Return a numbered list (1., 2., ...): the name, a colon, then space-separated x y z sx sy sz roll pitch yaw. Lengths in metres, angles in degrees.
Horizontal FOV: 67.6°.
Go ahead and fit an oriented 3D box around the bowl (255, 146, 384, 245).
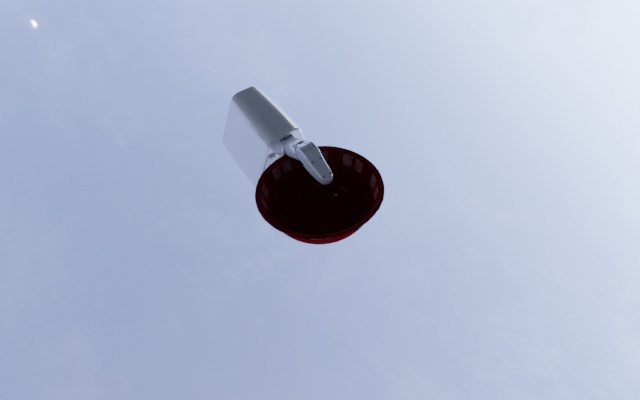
1. bowl: 0.001 0.003 0.612 0.162 0.162 0.055 0 -43 5
